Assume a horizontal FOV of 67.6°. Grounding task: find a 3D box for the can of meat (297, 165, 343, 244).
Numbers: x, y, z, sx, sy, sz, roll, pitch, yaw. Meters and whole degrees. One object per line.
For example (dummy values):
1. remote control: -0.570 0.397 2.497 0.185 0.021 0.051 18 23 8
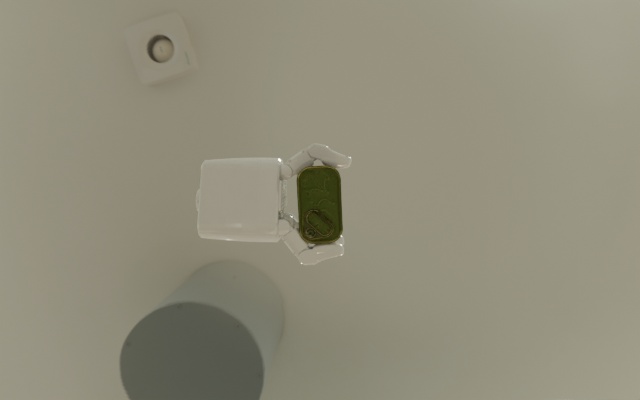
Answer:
1. can of meat: 0.000 0.002 0.656 0.057 0.102 0.084 -3 5 2
